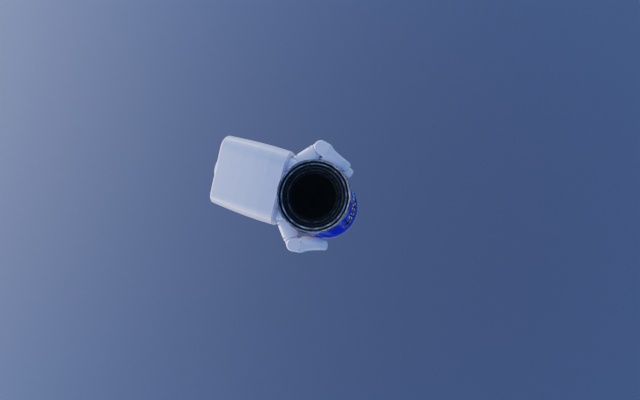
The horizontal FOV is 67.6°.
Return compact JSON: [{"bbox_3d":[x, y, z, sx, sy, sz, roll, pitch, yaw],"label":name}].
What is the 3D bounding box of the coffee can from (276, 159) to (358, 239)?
[{"bbox_3d":[0.000,0.002,0.709,0.103,0.103,0.140,0,-7,8],"label":"coffee can"}]
